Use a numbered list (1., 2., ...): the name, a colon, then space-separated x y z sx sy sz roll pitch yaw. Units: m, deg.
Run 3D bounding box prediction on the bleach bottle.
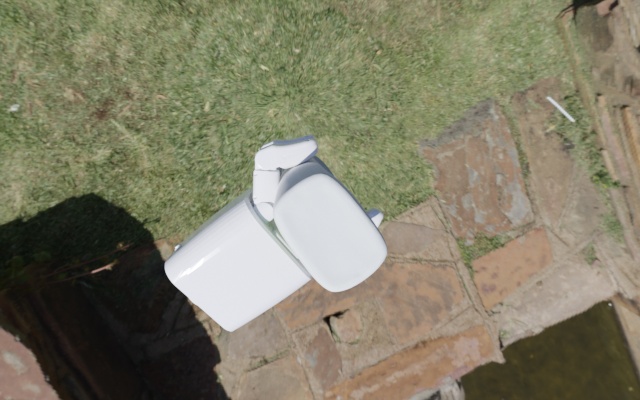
1. bleach bottle: 0.000 0.002 0.504 0.068 0.102 0.250 -36 11 4
